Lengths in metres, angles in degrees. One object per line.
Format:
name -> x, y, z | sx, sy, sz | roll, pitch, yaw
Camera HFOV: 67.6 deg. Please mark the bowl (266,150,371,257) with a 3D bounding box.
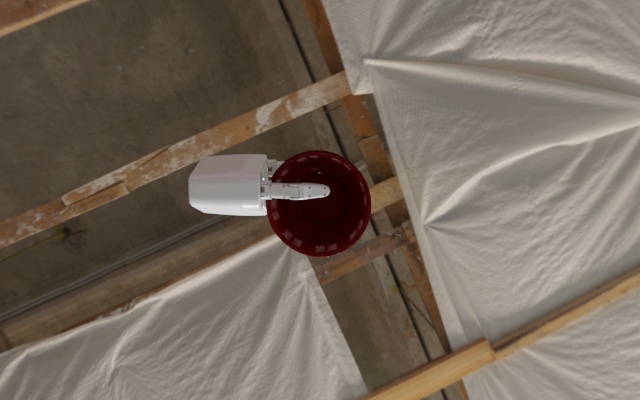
bowl -> 0.001, 0.003, 0.737 | 0.162, 0.162, 0.055 | 0, 8, 11
